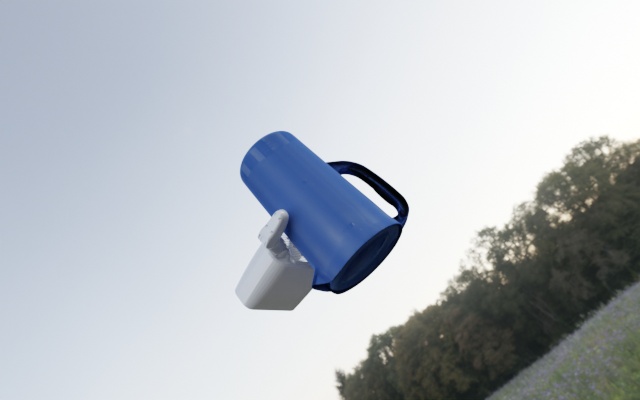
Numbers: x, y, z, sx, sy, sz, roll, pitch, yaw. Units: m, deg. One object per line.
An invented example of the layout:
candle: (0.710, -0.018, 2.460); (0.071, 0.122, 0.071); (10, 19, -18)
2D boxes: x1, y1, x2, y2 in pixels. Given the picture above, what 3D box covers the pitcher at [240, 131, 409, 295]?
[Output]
pitcher: (0.000, 0.002, 0.700); (0.242, 0.145, 0.149); (45, 25, 24)
